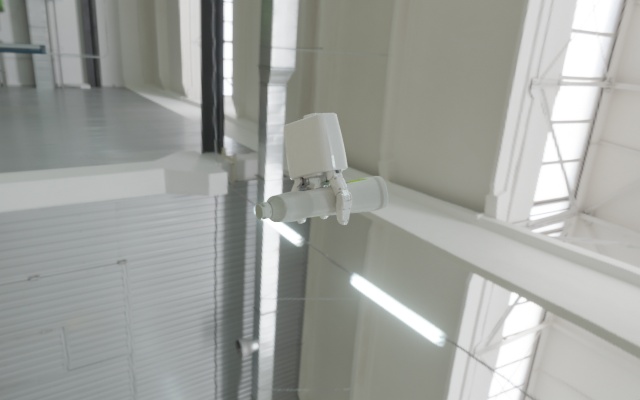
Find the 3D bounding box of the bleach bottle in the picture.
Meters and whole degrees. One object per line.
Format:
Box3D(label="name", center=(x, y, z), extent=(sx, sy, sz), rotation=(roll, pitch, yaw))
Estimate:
Box3D(label="bleach bottle", center=(0.000, 0.003, 0.894), extent=(0.251, 0.068, 0.102), rotation=(-9, -1, -33))
